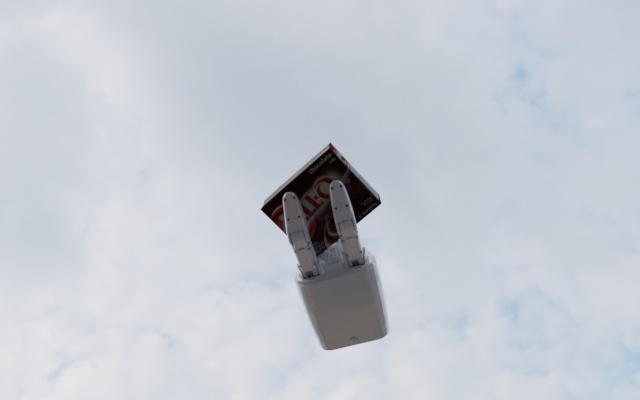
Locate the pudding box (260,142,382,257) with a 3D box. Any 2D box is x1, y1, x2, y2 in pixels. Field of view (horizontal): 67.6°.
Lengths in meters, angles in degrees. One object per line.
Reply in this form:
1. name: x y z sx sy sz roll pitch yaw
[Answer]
1. pudding box: 0.000 0.002 0.564 0.113 0.090 0.039 -41 15 13
